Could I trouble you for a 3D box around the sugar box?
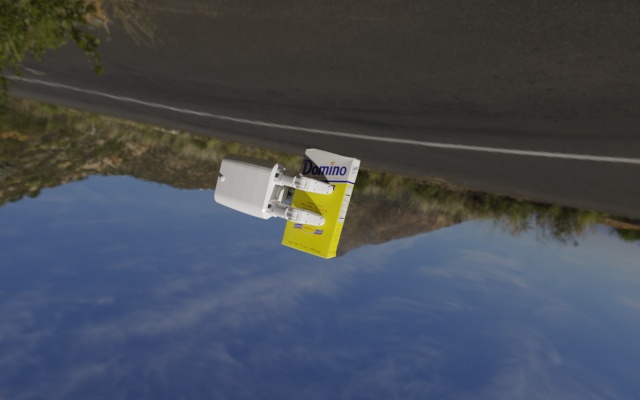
[{"bbox_3d":[0.000,0.003,0.827,0.093,0.176,0.048,15,5,20],"label":"sugar box"}]
